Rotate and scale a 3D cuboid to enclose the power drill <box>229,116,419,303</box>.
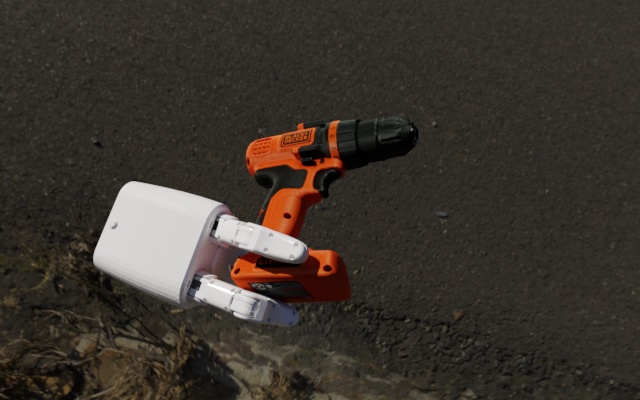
[{"bbox_3d":[0.000,0.002,0.455,0.184,0.187,0.057,-8,-40,24],"label":"power drill"}]
